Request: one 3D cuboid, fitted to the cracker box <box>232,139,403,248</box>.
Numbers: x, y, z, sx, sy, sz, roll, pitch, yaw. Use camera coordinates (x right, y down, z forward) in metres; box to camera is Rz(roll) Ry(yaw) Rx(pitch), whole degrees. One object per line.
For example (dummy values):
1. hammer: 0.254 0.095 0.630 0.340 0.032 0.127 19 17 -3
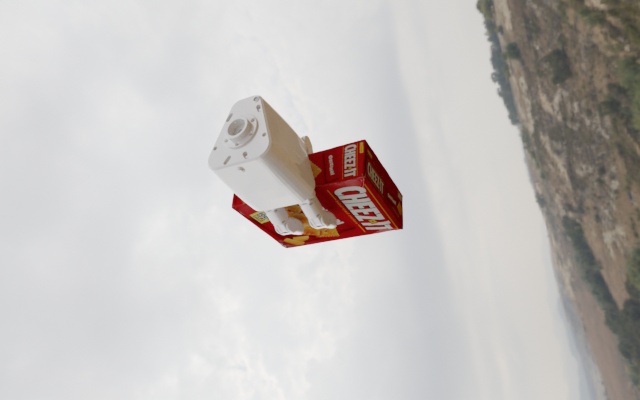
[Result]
1. cracker box: 0.000 0.002 0.729 0.214 0.072 0.164 -11 -33 24
